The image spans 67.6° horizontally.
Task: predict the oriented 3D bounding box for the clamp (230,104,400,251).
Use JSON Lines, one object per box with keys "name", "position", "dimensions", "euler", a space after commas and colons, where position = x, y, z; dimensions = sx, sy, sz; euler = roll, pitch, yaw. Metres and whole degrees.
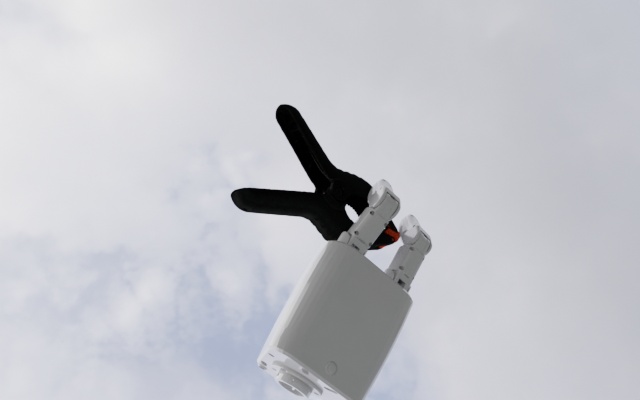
{"name": "clamp", "position": [0.000, 0.002, 0.443], "dimensions": [0.171, 0.120, 0.039], "euler": [41, -32, -12]}
